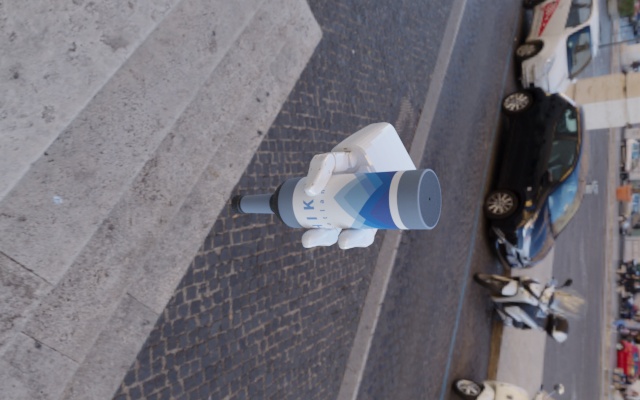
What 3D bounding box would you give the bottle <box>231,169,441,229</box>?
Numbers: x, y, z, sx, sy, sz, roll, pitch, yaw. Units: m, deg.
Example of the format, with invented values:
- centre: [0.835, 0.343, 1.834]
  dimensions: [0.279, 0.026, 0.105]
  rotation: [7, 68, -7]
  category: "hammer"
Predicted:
- centre: [0.000, 0.002, 0.607]
  dimensions: [0.296, 0.069, 0.069]
  rotation: [-2, -1, 35]
  category: "bottle"
